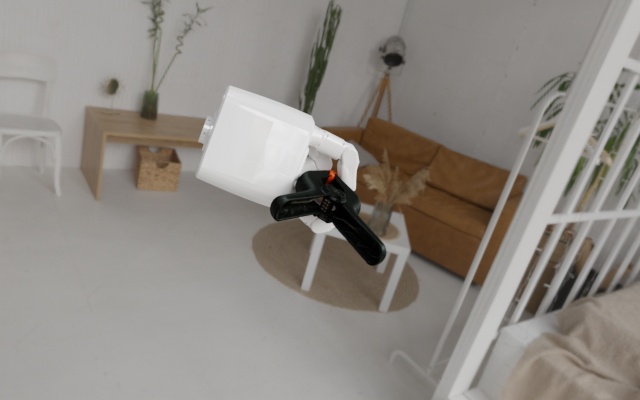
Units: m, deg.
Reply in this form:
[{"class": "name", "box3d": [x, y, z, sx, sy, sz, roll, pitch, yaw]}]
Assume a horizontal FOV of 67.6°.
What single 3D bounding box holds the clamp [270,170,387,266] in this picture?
[{"class": "clamp", "box3d": [0.000, 0.001, 0.511, 0.120, 0.039, 0.171, 29, 15, -19]}]
